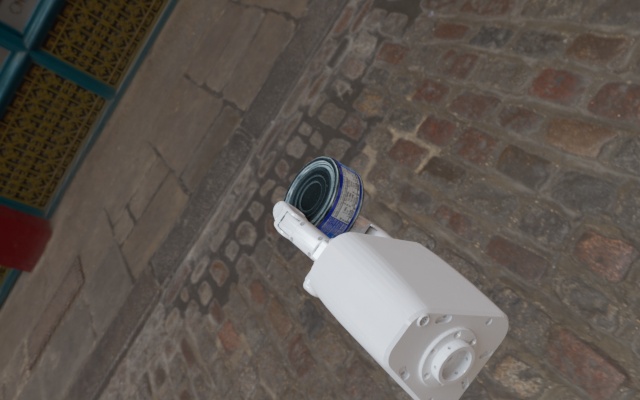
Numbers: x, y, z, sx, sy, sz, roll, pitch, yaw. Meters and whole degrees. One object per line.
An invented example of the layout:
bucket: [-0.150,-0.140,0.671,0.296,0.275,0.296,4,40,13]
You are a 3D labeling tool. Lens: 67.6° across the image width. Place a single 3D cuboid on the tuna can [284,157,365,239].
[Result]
tuna can: [0.000,0.001,0.461,0.034,0.086,0.086,28,-16,-33]
